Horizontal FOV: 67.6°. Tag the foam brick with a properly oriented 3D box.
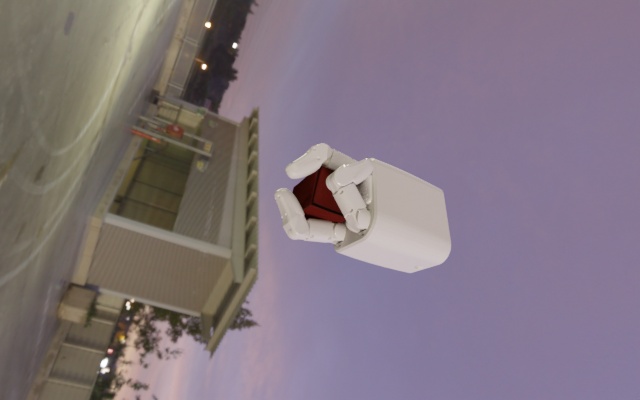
[{"bbox_3d":[0.000,0.002,0.571,0.051,0.053,0.078,20,-25,-19],"label":"foam brick"}]
